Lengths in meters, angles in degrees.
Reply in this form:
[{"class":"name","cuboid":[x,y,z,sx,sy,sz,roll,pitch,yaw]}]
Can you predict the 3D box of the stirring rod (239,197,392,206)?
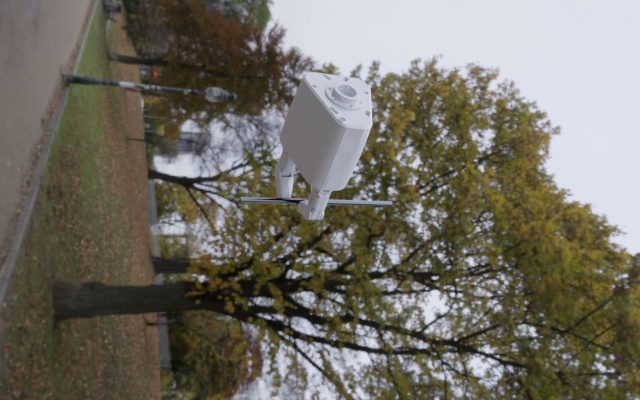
[{"class":"stirring rod","cuboid":[0.000,0.002,0.705,0.239,0.011,0.011,2,-1,-23]}]
